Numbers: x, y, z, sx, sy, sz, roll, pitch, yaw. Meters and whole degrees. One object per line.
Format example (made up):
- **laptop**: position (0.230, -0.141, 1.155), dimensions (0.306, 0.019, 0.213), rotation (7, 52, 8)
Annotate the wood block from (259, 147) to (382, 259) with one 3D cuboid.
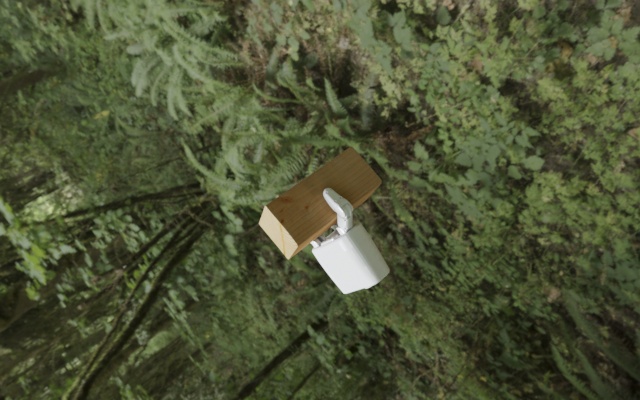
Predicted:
- **wood block**: position (0.000, 0.003, 0.872), dimensions (0.206, 0.090, 0.091), rotation (-36, -9, -25)
